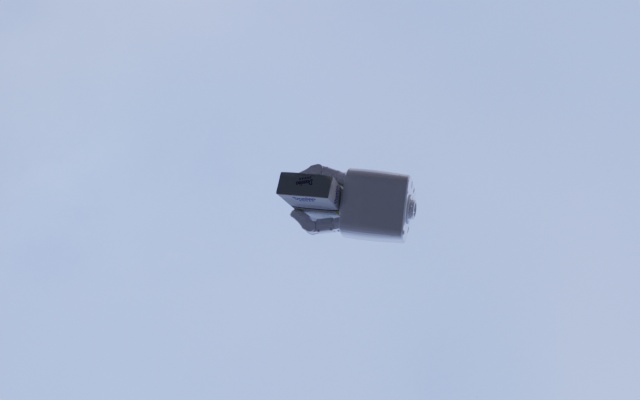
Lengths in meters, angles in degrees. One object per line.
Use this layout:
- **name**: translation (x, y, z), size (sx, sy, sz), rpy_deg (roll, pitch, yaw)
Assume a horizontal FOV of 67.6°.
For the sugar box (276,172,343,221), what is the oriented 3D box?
- **sugar box**: translation (0.000, 0.002, 0.831), size (0.093, 0.048, 0.176), rpy_deg (5, -20, 20)
